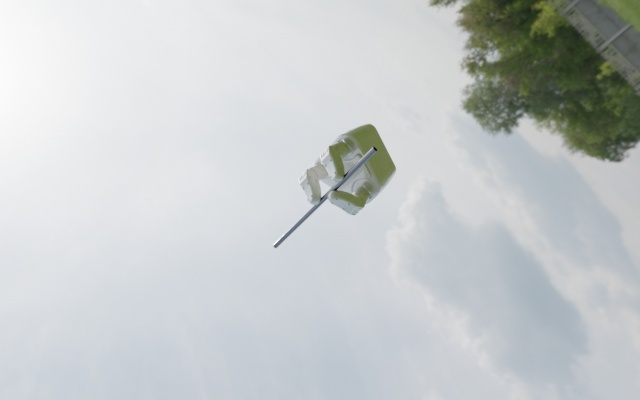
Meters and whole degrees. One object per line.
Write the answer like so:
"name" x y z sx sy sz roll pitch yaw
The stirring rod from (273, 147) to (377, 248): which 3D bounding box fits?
"stirring rod" 0.000 0.002 0.702 0.011 0.011 0.240 0 -36 -49
